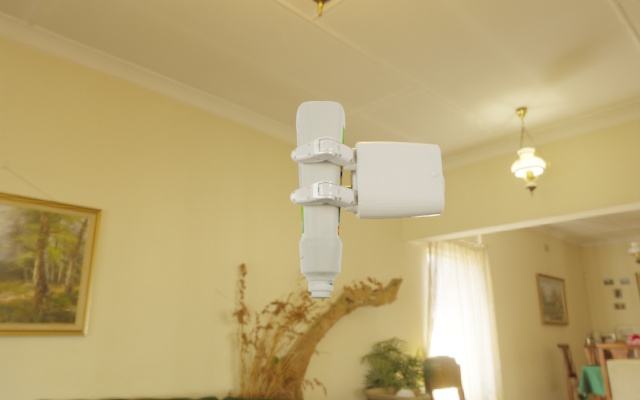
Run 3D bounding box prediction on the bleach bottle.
[{"bbox_3d":[0.000,0.002,0.632,0.068,0.250,0.102,0,-16,0],"label":"bleach bottle"}]
